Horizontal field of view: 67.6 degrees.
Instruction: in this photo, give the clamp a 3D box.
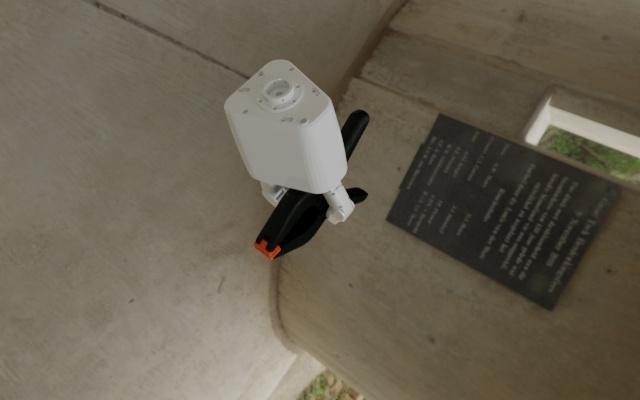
[{"bbox_3d":[0.000,0.003,0.620,0.036,0.210,0.165,31,-24,28],"label":"clamp"}]
